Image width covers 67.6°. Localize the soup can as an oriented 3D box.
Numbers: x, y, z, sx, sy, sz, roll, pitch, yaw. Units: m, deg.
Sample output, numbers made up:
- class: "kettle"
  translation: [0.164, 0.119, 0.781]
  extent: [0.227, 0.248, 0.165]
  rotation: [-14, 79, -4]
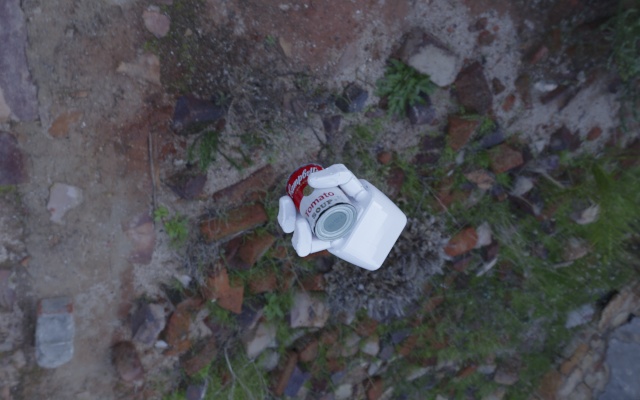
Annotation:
- class: "soup can"
  translation: [0.000, 0.002, 0.680]
  extent: [0.068, 0.068, 0.102]
  rotation: [0, 36, -32]
